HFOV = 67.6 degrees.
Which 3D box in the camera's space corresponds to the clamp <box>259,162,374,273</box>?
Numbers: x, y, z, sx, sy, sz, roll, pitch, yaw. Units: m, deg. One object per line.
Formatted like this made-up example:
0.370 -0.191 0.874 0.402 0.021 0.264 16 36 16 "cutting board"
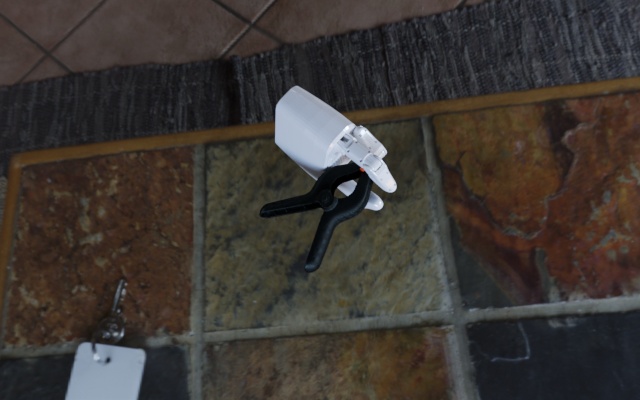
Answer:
0.000 0.002 0.660 0.120 0.171 0.039 39 -10 17 "clamp"
